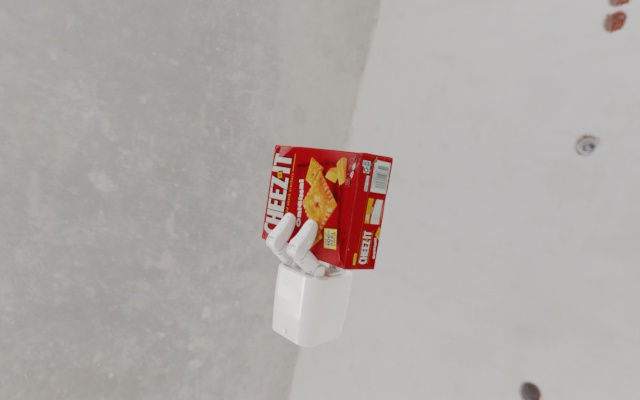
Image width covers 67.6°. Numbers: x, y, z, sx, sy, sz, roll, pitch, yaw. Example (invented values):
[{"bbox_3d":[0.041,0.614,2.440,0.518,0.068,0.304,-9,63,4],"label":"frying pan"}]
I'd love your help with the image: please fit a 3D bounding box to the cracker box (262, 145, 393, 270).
[{"bbox_3d":[0.000,0.002,0.737,0.072,0.164,0.213,7,4,-40],"label":"cracker box"}]
